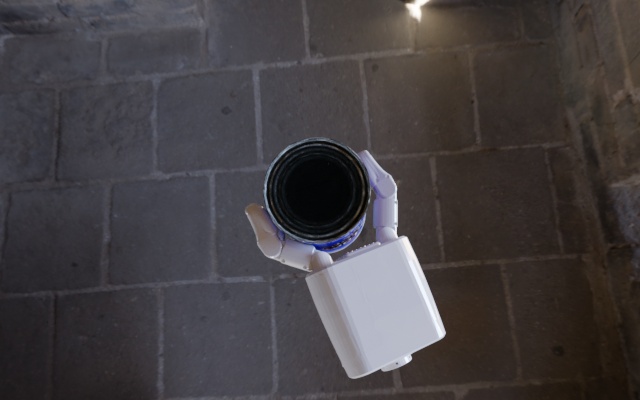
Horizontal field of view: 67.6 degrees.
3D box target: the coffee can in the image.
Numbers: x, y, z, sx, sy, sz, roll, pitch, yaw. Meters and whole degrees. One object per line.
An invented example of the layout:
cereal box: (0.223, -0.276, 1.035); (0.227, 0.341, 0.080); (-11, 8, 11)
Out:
coffee can: (0.000, 0.002, 0.517); (0.103, 0.103, 0.140); (0, -10, 3)
